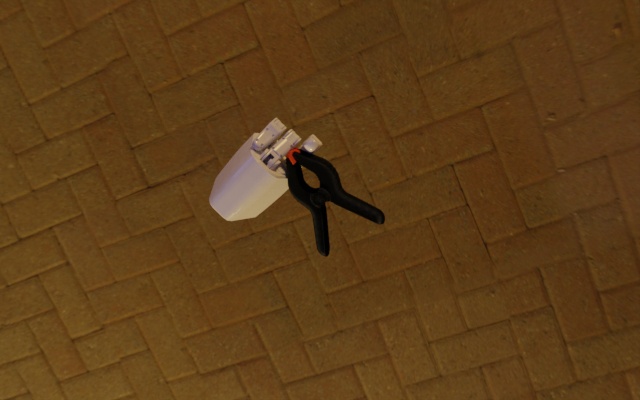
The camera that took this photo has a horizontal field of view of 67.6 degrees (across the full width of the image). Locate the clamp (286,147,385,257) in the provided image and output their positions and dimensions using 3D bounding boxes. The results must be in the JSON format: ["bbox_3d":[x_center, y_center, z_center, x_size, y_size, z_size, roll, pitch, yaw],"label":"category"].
[{"bbox_3d":[0.000,0.002,0.716,0.120,0.171,0.039,-43,0,19],"label":"clamp"}]
